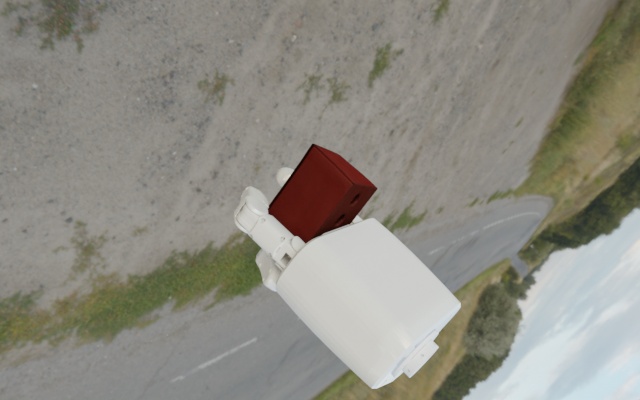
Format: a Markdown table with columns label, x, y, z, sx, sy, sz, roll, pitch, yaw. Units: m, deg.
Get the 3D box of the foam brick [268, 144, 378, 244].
| label | x | y | z | sx | sy | sz | roll | pitch | yaw |
| --- | --- | --- | --- | --- | --- | --- | --- | --- | --- |
| foam brick | 0.000 | 0.001 | 0.404 | 0.051 | 0.078 | 0.053 | 43 | 16 | 24 |
